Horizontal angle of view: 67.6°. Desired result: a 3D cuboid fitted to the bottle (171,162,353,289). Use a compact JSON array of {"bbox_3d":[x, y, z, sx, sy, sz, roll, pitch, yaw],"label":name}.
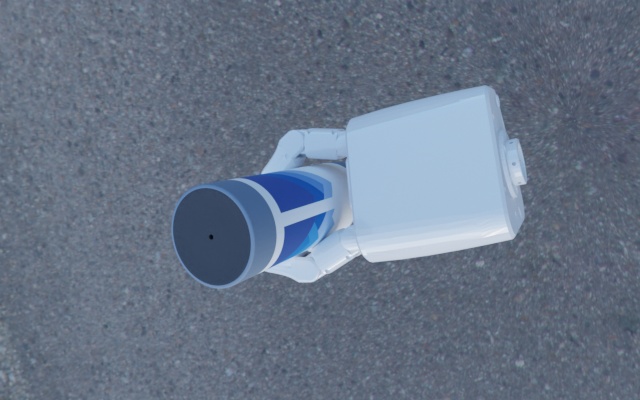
[{"bbox_3d":[0.000,0.001,0.424,0.069,0.069,0.295,0,8,28],"label":"bottle"}]
